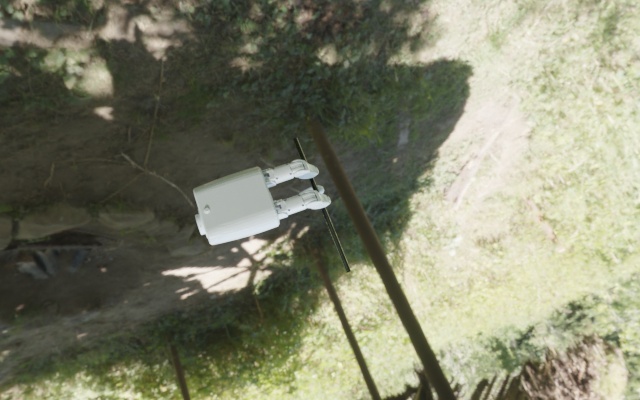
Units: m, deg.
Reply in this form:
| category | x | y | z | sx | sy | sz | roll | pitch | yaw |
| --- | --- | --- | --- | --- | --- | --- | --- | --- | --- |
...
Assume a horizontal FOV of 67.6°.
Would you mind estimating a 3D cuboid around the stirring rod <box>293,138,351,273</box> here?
| category | x | y | z | sx | sy | sz | roll | pitch | yaw |
| --- | --- | --- | --- | --- | --- | --- | --- | --- | --- |
| stirring rod | 0.000 | 0.002 | 0.764 | 0.011 | 0.239 | 0.011 | -20 | -18 | -7 |
